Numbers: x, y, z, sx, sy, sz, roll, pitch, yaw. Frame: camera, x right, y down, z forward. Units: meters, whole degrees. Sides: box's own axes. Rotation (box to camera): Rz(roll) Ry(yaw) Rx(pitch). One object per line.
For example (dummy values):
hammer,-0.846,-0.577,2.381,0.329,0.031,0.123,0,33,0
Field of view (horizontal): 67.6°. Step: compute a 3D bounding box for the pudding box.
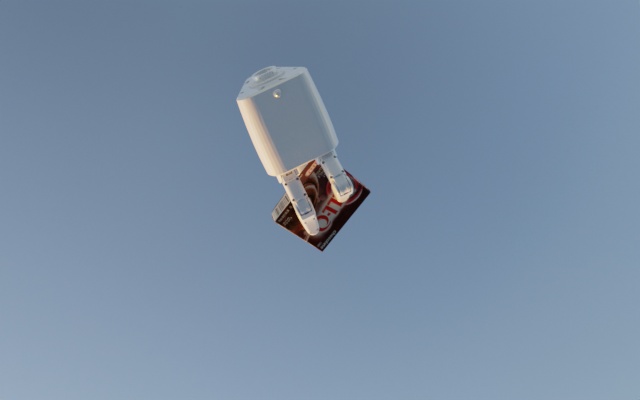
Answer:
pudding box,0.000,0.002,0.661,0.090,0.113,0.039,35,10,-27
